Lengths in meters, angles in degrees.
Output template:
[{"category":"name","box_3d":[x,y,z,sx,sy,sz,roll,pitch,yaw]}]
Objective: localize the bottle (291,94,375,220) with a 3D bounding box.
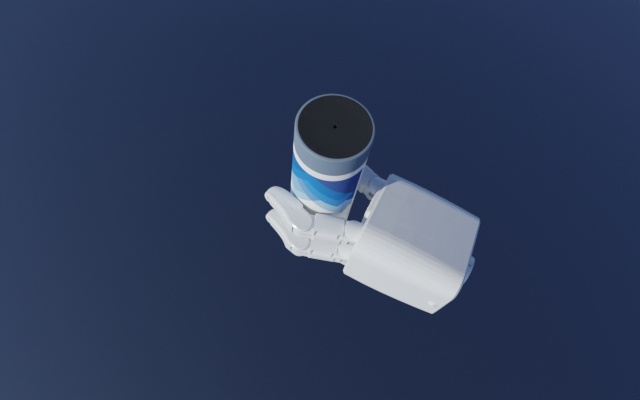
[{"category":"bottle","box_3d":[0.000,0.002,0.521,0.069,0.069,0.296,0,-25,-5]}]
